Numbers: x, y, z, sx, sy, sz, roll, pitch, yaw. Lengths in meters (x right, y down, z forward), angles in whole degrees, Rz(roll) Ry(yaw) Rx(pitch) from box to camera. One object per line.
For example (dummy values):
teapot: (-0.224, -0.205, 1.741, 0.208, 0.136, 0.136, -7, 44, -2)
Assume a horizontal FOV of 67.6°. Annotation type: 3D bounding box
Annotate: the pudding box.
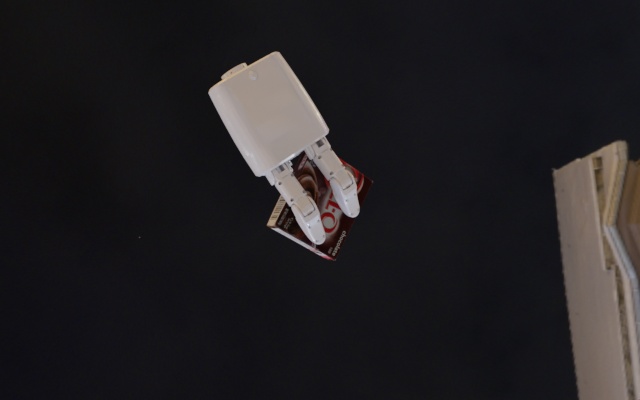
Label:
pudding box: (0.000, 0.002, 0.574, 0.090, 0.113, 0.039, 31, -11, -21)
